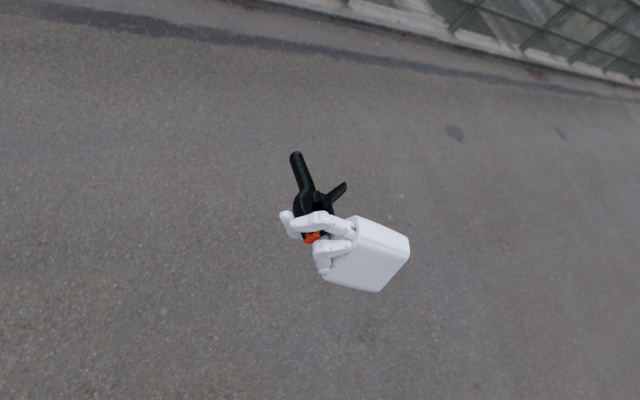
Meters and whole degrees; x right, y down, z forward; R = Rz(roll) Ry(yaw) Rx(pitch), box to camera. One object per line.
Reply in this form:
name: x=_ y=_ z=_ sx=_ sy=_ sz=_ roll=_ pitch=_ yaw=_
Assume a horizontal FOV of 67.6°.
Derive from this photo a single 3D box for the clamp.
clamp: x=0.000 y=0.002 z=0.789 sx=0.120 sy=0.171 sz=0.039 roll=20 pitch=-42 yaw=-27
